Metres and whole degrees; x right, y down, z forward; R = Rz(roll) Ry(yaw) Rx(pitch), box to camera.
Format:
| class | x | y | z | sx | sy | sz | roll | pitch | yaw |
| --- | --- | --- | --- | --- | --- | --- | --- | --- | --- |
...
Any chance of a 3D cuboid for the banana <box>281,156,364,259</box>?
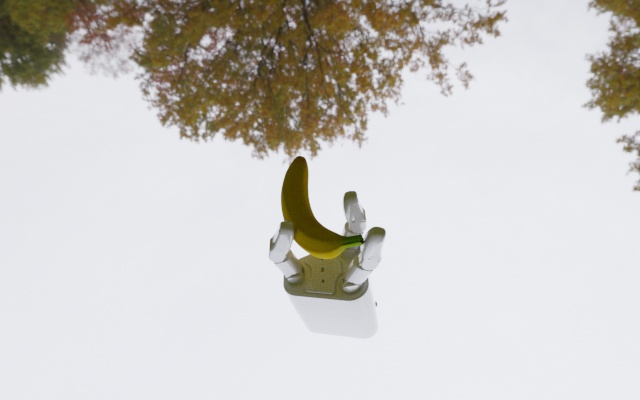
| class | x | y | z | sx | sy | sz | roll | pitch | yaw |
| --- | --- | --- | --- | --- | --- | --- | --- | --- | --- |
| banana | -0.015 | 0.013 | 0.598 | 0.069 | 0.037 | 0.197 | -28 | 43 | -6 |
